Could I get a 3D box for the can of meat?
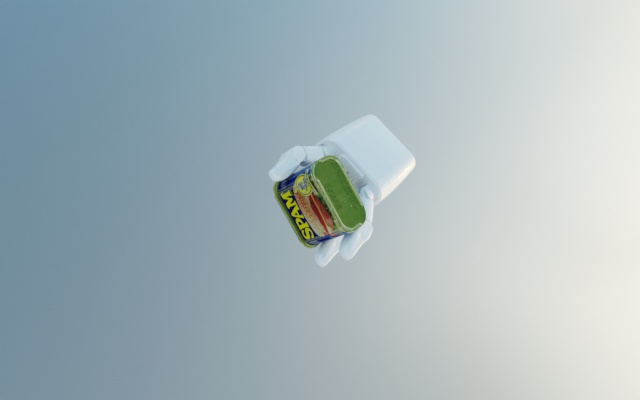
[{"bbox_3d":[0.000,0.002,0.602,0.057,0.102,0.084,-33,6,-41],"label":"can of meat"}]
